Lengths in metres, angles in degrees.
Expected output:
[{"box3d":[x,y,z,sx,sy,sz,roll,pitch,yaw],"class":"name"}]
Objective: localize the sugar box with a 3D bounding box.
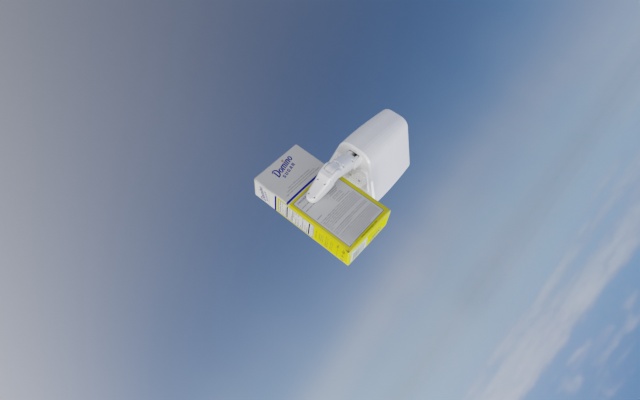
[{"box3d":[0.000,0.003,0.680,0.176,0.093,0.048,36,-30,21],"class":"sugar box"}]
